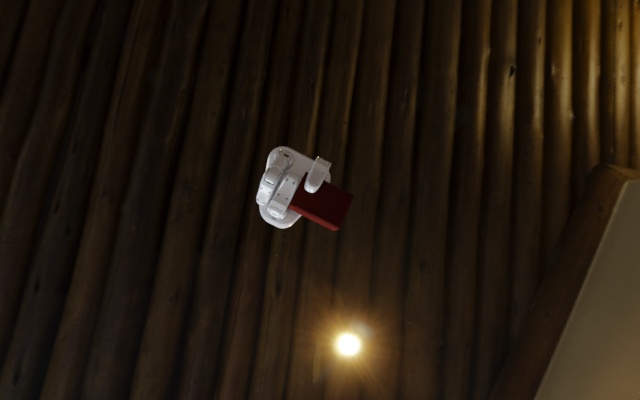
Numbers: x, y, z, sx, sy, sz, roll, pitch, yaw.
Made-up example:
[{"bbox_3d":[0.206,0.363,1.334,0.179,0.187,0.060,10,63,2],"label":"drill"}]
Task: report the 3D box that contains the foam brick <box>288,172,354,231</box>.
[{"bbox_3d":[0.000,0.002,0.673,0.078,0.053,0.051,27,-9,-2],"label":"foam brick"}]
